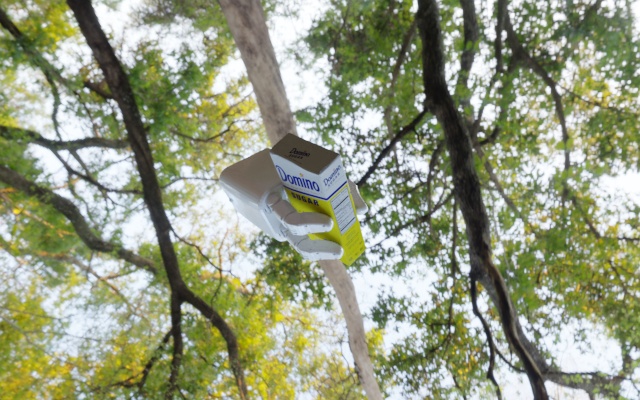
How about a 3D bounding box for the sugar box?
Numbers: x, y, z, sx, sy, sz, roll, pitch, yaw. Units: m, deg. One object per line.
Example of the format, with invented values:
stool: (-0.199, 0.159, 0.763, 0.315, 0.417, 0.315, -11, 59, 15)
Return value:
sugar box: (0.000, 0.002, 0.626, 0.093, 0.048, 0.176, 27, -27, 39)
